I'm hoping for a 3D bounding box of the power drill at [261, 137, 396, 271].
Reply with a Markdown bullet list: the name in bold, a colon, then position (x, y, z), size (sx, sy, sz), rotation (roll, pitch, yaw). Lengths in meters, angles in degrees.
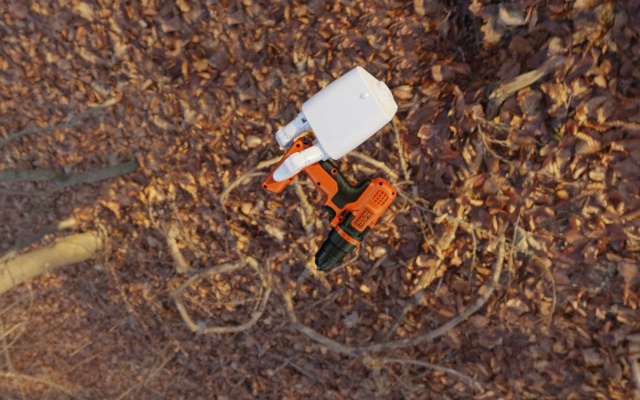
- **power drill**: position (0.000, 0.002, 0.772), size (0.187, 0.184, 0.057), rotation (37, 11, -9)
